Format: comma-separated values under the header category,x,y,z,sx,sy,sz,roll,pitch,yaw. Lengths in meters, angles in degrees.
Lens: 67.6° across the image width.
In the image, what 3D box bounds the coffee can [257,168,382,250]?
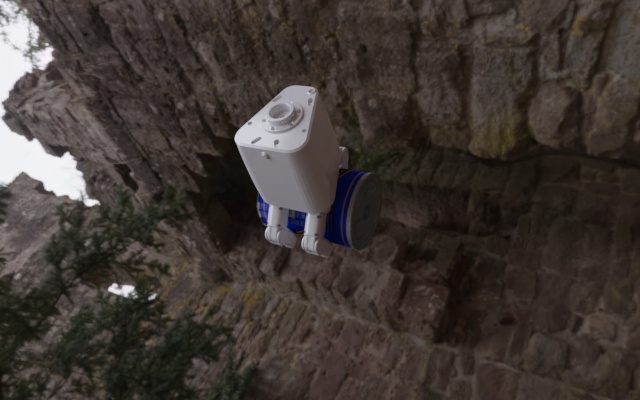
category,x,y,z,sx,sy,sz,roll,pitch,yaw
coffee can,0.000,0.002,0.649,0.140,0.103,0.103,12,5,26
